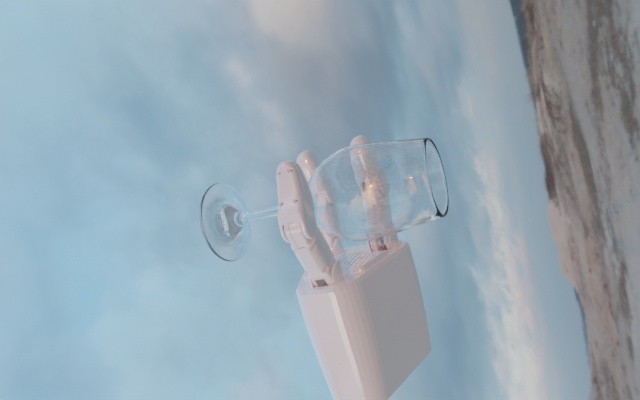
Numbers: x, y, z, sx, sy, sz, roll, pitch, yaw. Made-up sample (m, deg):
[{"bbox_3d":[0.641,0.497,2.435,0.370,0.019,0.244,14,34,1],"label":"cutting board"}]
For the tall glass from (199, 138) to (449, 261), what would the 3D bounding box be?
[{"bbox_3d":[-0.001,0.001,0.401,0.201,0.079,0.079,-13,-6,26],"label":"tall glass"}]
